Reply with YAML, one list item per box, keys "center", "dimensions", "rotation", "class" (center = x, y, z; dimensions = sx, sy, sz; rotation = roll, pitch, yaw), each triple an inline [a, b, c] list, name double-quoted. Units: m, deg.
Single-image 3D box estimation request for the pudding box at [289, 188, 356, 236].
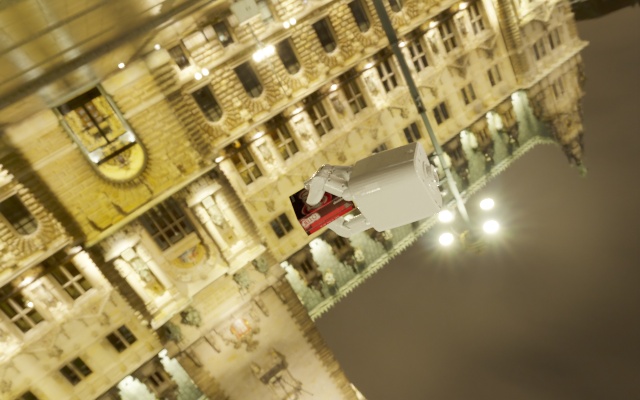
- center: [0.000, 0.003, 0.785]
  dimensions: [0.090, 0.039, 0.113]
  rotation: [-30, 21, 0]
  class: "pudding box"
